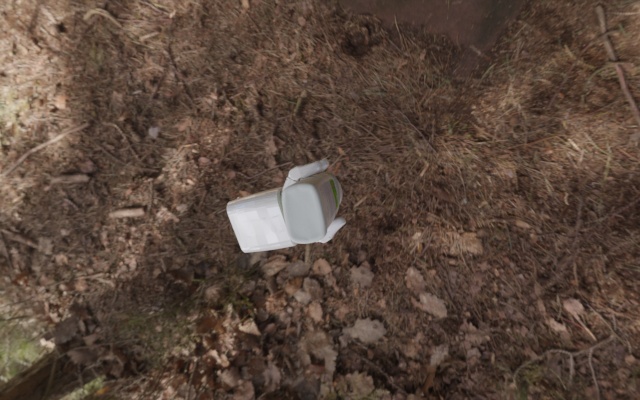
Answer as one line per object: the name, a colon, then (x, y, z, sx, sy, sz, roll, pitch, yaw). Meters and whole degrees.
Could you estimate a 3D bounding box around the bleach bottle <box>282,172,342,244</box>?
bleach bottle: (0.000, 0.003, 0.881, 0.068, 0.102, 0.251, -9, 6, 14)
